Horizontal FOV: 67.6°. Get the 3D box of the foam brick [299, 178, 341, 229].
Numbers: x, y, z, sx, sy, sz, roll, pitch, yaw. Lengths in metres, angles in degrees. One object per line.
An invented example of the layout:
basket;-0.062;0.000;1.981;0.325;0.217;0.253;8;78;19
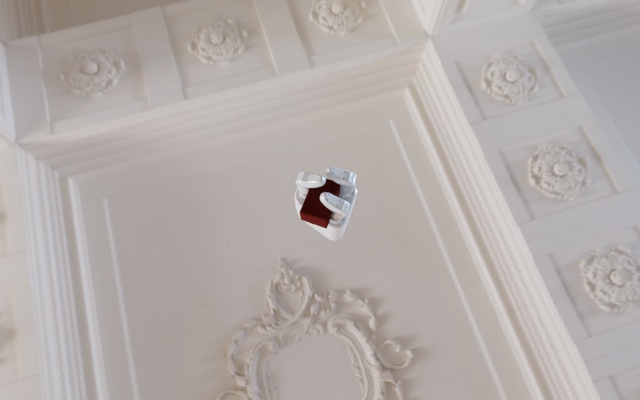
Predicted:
foam brick;0.000;0.003;0.861;0.053;0.078;0.051;19;-19;6
